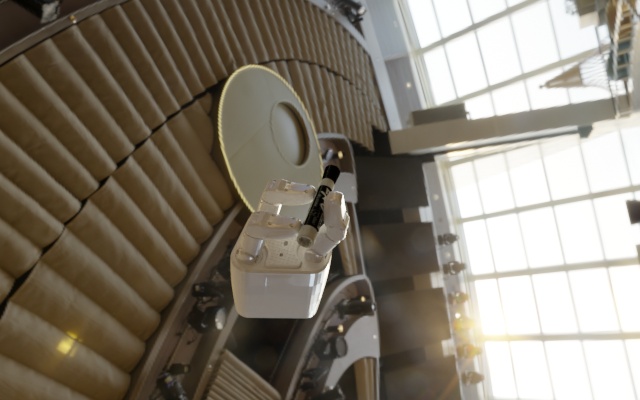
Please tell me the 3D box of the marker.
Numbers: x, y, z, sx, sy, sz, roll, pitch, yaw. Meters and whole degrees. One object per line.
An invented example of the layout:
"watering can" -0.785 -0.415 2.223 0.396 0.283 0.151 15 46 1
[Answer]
"marker" 0.000 0.002 0.519 0.020 0.020 0.121 0 41 20
